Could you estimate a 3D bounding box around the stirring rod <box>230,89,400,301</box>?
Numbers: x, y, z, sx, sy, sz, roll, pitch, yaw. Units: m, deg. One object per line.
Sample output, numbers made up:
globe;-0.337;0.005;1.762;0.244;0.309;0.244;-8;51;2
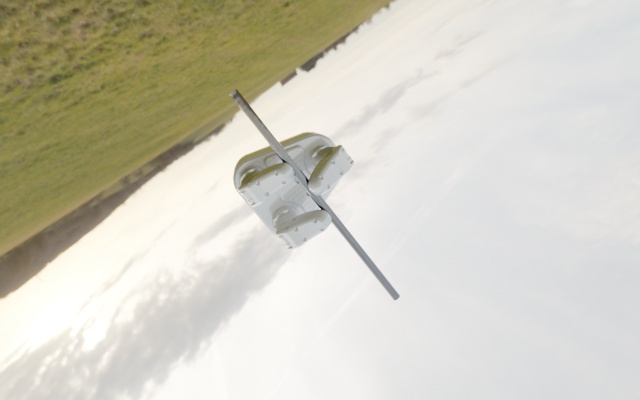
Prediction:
stirring rod;0.000;0.001;0.425;0.011;0.239;0.011;-36;15;11
